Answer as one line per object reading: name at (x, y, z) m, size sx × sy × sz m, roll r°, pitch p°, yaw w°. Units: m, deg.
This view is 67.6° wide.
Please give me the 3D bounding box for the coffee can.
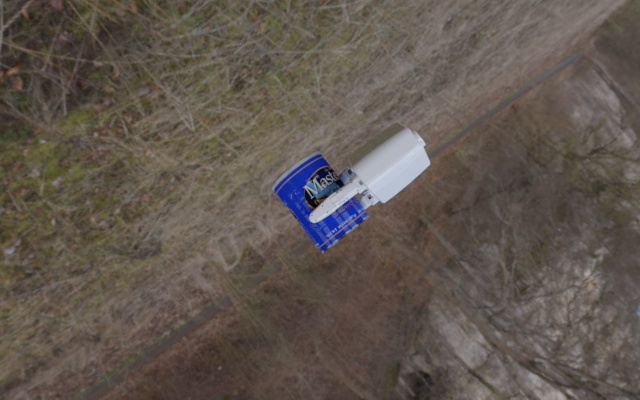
coffee can at (0.000, 0.003, 0.802) m, size 0.103 × 0.140 × 0.103 m, roll -38°, pitch -4°, yaw -3°
